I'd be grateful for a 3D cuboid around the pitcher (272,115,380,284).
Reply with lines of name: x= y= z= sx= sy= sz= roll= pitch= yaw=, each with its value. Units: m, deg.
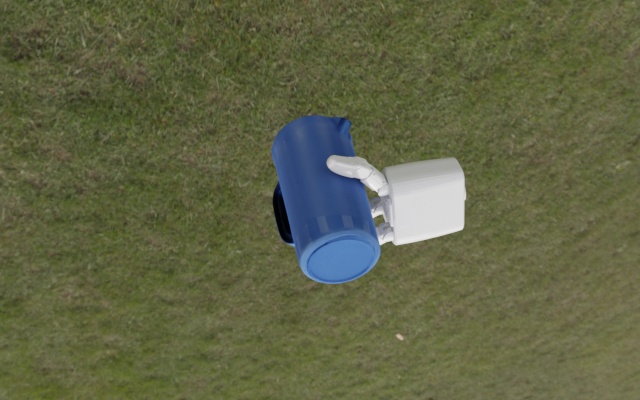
pitcher: x=0.000 y=0.002 z=0.701 sx=0.145 sy=0.149 sz=0.242 roll=-9 pitch=45 yaw=-4
